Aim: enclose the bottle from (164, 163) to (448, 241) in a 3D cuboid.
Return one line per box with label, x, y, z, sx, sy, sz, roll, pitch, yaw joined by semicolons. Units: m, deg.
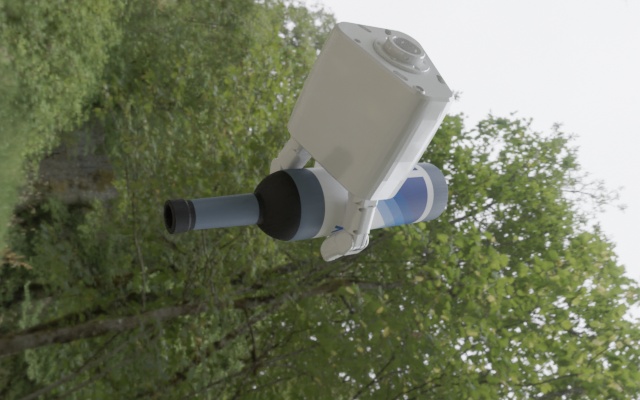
bottle;0.000;0.002;0.461;0.295;0.069;0.069;-5;3;-35
